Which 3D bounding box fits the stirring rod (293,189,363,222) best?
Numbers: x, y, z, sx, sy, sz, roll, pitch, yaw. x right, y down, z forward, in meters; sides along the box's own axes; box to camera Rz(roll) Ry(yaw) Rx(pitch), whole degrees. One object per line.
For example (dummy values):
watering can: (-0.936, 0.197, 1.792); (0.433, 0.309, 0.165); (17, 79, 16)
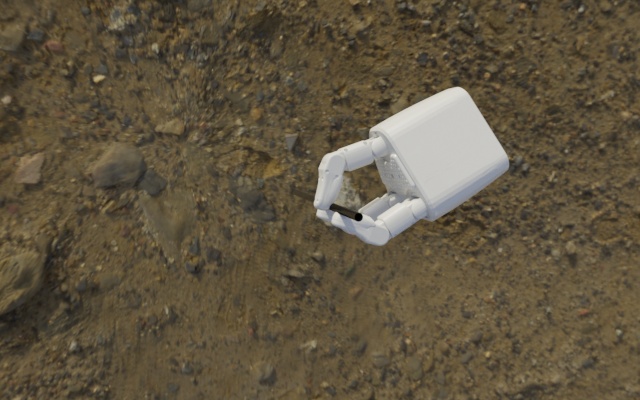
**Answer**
stirring rod: (0.000, 0.002, 0.533); (0.011, 0.011, 0.239); (0, 6, -16)
